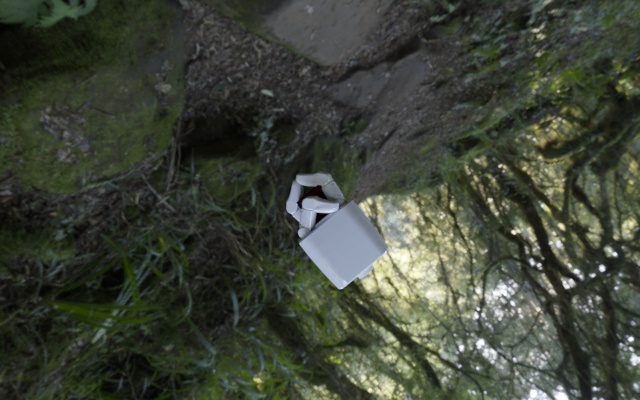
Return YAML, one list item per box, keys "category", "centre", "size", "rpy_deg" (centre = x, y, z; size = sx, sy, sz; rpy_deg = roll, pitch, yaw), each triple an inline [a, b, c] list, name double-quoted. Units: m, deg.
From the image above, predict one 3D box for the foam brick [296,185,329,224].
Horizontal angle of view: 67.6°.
- category: "foam brick"
  centre: [0.000, 0.003, 0.856]
  size: [0.053, 0.051, 0.078]
  rpy_deg: [-41, -3, 15]
